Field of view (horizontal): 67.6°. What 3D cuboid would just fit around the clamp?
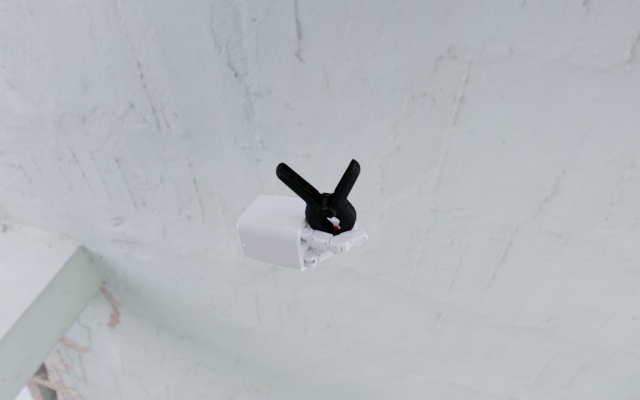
[{"bbox_3d":[0.000,0.002,0.710,0.120,0.172,0.039,9,46,14],"label":"clamp"}]
